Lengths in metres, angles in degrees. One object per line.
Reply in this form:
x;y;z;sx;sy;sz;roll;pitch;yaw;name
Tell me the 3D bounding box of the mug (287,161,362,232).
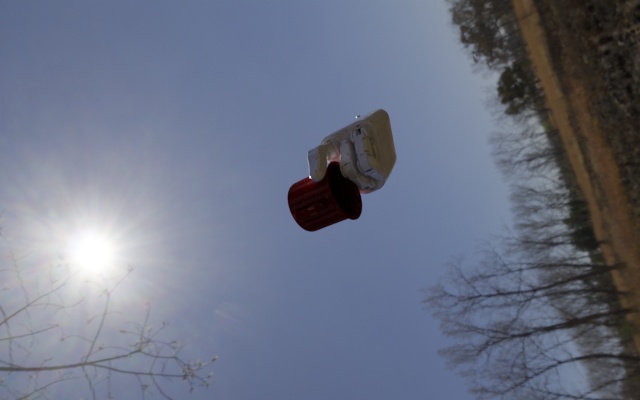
-0.001;0.003;0.712;0.081;0.093;0.117;-23;10;29;mug
